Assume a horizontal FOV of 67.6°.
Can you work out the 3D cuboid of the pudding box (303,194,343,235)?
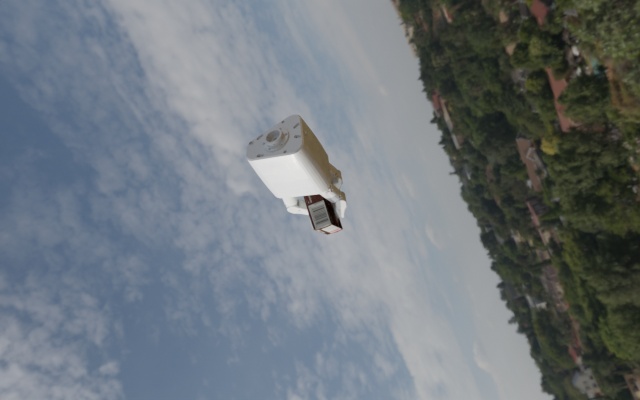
[{"bbox_3d":[0.000,0.003,0.884,0.039,0.113,0.090,-19,-13,13],"label":"pudding box"}]
